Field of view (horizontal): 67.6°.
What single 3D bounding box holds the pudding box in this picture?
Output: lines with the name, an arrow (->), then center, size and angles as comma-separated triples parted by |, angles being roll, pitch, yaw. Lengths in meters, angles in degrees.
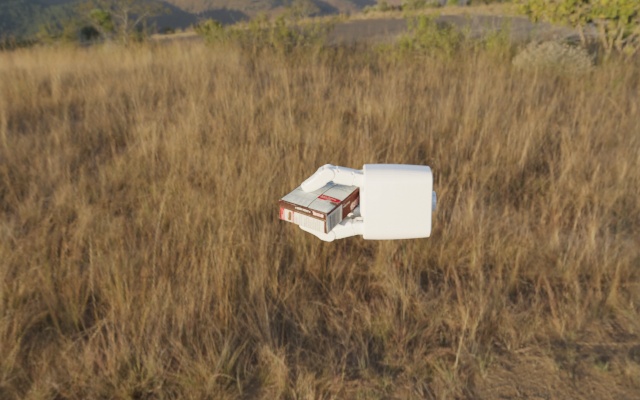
pudding box -> 0.000, 0.002, 0.768 | 0.090, 0.039, 0.113 | 16, 31, 27
